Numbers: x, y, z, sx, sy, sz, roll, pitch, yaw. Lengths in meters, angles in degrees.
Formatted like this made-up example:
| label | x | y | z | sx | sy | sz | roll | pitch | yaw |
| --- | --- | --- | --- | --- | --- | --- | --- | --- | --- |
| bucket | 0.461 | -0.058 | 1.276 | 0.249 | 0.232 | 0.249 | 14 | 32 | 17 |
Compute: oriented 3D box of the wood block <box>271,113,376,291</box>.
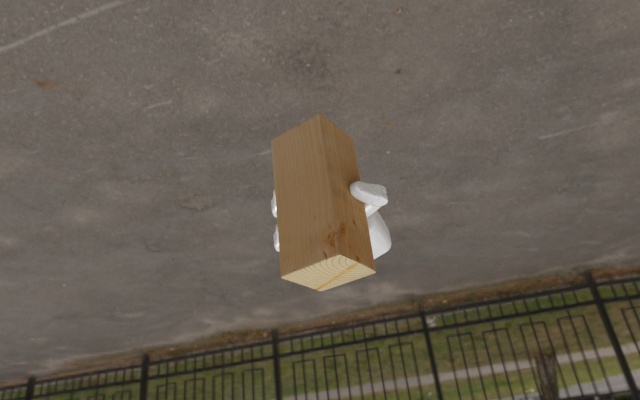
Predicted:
| label | x | y | z | sx | sy | sz | roll | pitch | yaw |
| --- | --- | --- | --- | --- | --- | --- | --- | --- | --- |
| wood block | 0.001 | 0.002 | 0.638 | 0.091 | 0.206 | 0.090 | -24 | -33 | 27 |
